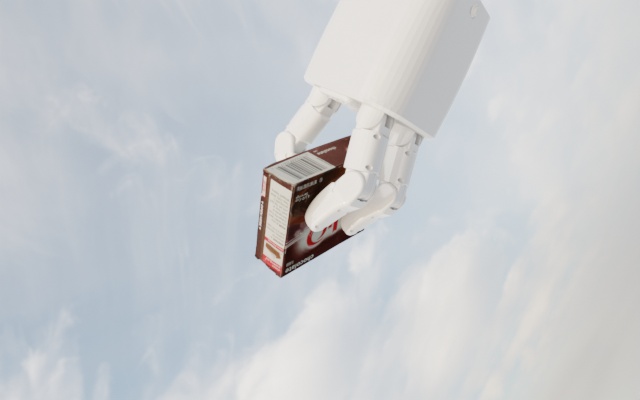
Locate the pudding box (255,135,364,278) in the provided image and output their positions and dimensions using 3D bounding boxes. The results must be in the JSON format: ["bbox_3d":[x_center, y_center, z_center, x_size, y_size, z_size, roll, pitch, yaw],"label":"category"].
[{"bbox_3d":[0.000,0.001,0.403,0.113,0.090,0.039,-23,44,-40],"label":"pudding box"}]
